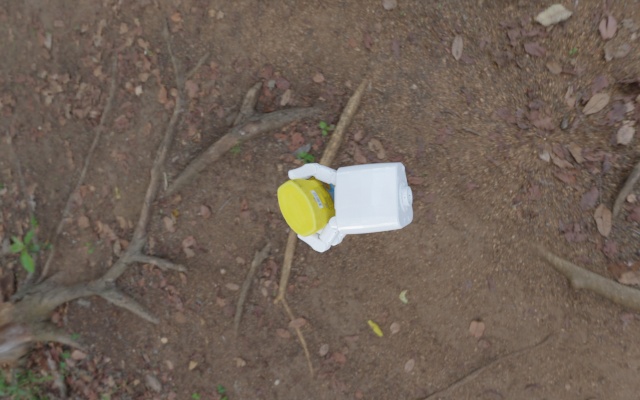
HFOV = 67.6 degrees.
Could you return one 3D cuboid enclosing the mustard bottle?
[{"bbox_3d":[0.000,0.003,0.858,0.058,0.096,0.191,-32,-7,25],"label":"mustard bottle"}]
